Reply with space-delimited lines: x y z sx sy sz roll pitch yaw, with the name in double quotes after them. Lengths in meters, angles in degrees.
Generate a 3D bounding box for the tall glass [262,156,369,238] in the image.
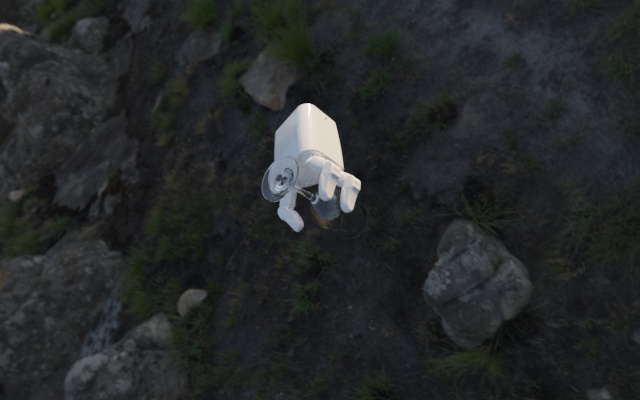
0.000 0.002 0.782 0.079 0.079 0.201 0 -21 41 "tall glass"
